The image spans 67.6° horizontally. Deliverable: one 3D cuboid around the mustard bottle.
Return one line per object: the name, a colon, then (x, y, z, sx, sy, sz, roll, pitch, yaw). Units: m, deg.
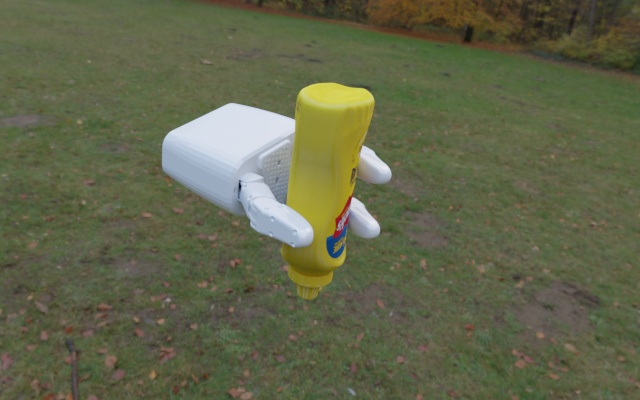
mustard bottle: (0.000, 0.001, 0.412, 0.058, 0.192, 0.096, 13, 23, 9)
